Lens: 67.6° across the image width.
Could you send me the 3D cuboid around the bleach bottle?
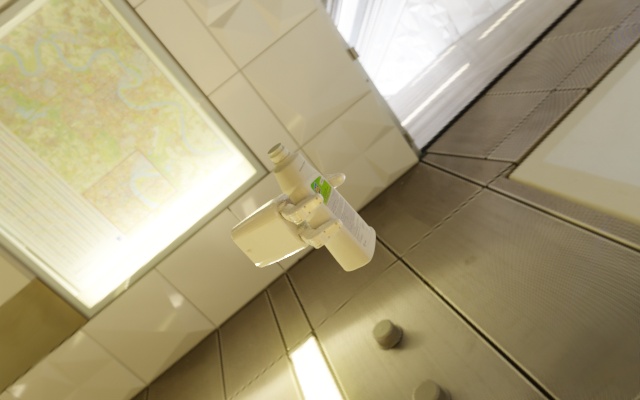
[{"bbox_3d":[0.000,0.003,0.818,0.068,0.251,0.102,-29,24,24],"label":"bleach bottle"}]
